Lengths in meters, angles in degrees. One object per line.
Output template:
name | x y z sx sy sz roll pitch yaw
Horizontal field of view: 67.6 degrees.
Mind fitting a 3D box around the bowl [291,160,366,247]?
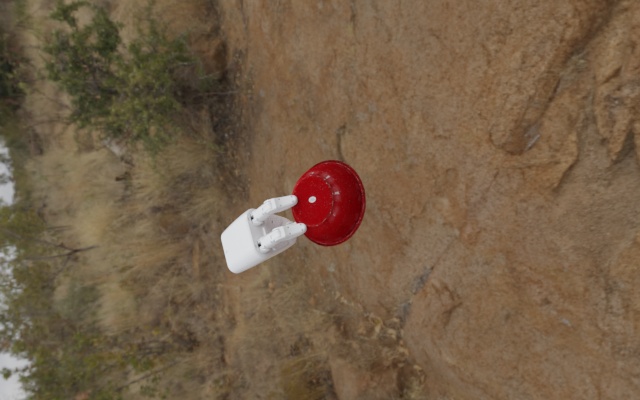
bowl | 0.001 0.002 0.867 0.162 0.162 0.055 0 -4 35
